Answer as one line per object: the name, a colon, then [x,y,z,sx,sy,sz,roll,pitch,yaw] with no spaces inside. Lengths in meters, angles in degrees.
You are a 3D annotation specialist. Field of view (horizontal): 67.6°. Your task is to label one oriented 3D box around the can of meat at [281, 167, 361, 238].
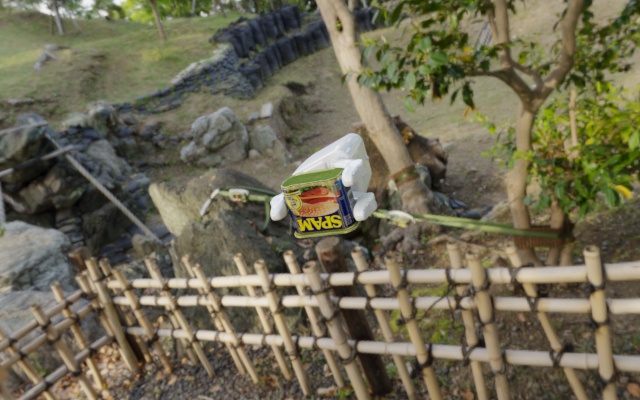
can of meat: [0.000,0.002,0.700,0.102,0.084,0.057,-8,22,25]
